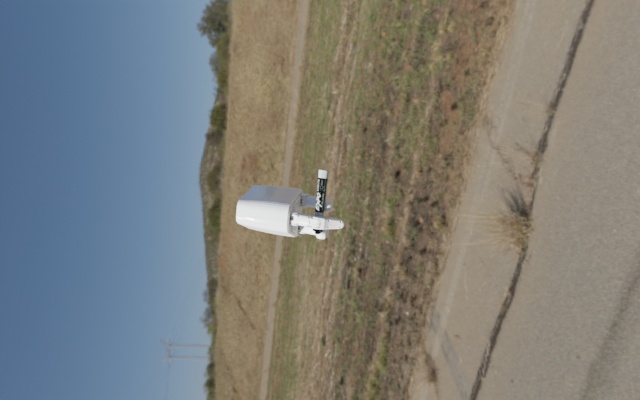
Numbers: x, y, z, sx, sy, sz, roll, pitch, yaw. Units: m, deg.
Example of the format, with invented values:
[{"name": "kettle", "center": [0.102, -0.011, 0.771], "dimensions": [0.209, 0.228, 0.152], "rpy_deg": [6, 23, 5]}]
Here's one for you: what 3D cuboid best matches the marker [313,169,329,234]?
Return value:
[{"name": "marker", "center": [0.000, 0.003, 0.892], "dimensions": [0.020, 0.121, 0.020], "rpy_deg": [6, 7, -1]}]
